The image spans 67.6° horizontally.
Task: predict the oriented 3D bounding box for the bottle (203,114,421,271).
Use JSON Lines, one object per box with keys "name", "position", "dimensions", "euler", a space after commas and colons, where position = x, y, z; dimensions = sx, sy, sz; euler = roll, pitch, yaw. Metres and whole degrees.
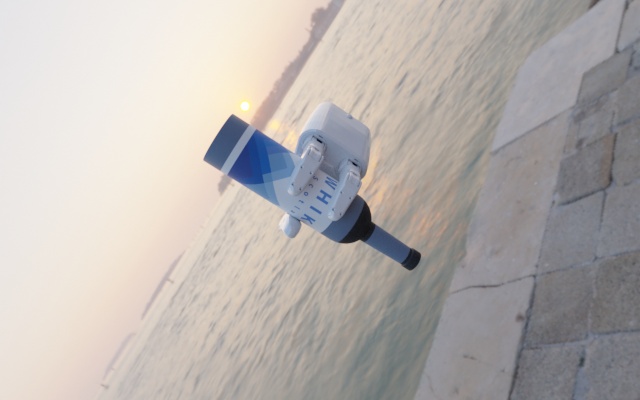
{"name": "bottle", "position": [0.000, 0.002, 0.593], "dimensions": [0.296, 0.069, 0.069], "euler": [32, -6, -10]}
